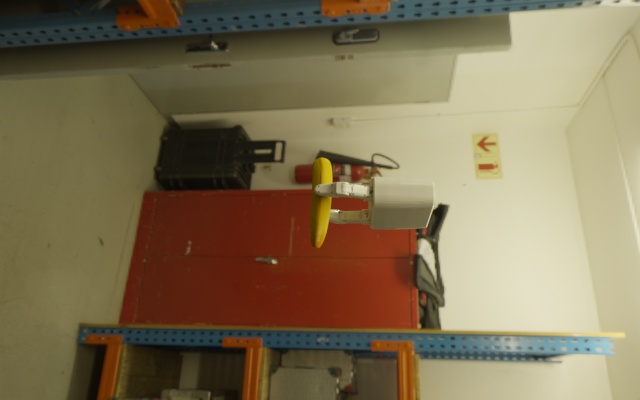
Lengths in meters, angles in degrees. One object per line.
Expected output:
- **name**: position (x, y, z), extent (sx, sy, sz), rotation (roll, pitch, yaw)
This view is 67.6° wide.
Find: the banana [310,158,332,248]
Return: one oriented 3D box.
- **banana**: position (0.001, -0.011, 0.863), extent (0.037, 0.197, 0.070), rotation (3, -39, -2)
